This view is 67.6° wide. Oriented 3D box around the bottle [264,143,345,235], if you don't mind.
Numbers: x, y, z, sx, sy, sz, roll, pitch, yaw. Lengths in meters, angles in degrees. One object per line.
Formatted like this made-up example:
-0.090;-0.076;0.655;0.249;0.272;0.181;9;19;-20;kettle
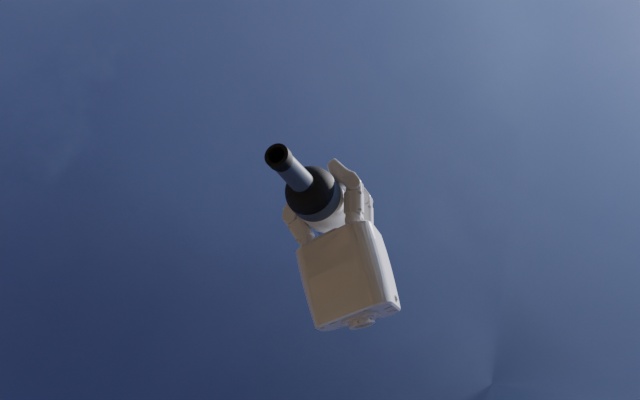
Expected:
0.000;0.002;0.630;0.069;0.069;0.296;0;-20;20;bottle
